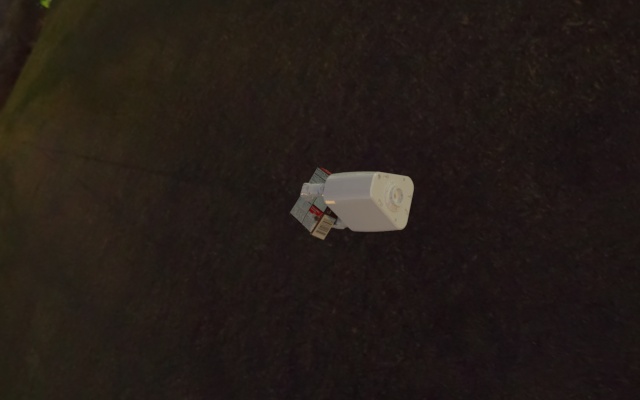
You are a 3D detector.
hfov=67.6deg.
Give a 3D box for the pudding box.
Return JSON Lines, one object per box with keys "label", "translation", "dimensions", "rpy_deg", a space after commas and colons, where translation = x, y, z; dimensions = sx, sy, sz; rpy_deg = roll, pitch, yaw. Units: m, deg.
{"label": "pudding box", "translation": [0.000, 0.003, 0.900], "dimensions": [0.039, 0.113, 0.090], "rpy_deg": [28, 8, -40]}
